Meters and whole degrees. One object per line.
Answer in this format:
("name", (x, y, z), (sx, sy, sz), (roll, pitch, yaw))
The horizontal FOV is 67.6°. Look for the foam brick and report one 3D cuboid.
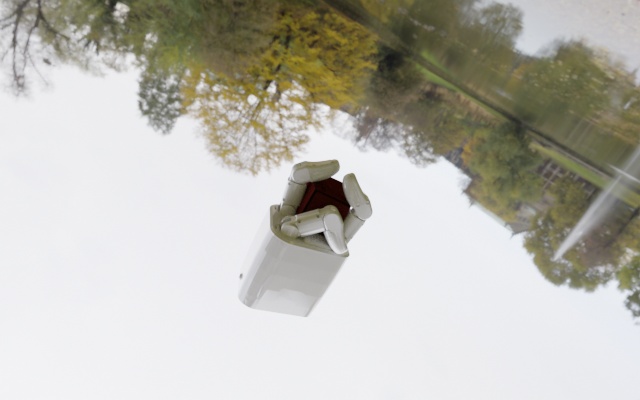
("foam brick", (0.000, 0.002, 0.607), (0.053, 0.051, 0.078), (24, 19, -15))
